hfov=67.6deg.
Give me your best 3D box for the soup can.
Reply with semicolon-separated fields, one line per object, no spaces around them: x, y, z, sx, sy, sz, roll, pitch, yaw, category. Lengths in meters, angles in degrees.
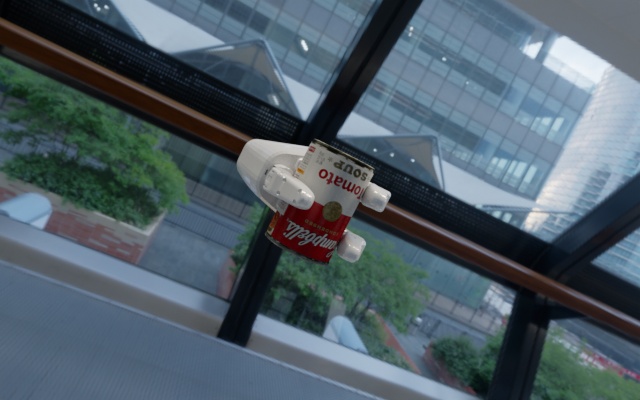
0.000;0.001;0.454;0.068;0.102;0.068;27;5;-2;soup can
